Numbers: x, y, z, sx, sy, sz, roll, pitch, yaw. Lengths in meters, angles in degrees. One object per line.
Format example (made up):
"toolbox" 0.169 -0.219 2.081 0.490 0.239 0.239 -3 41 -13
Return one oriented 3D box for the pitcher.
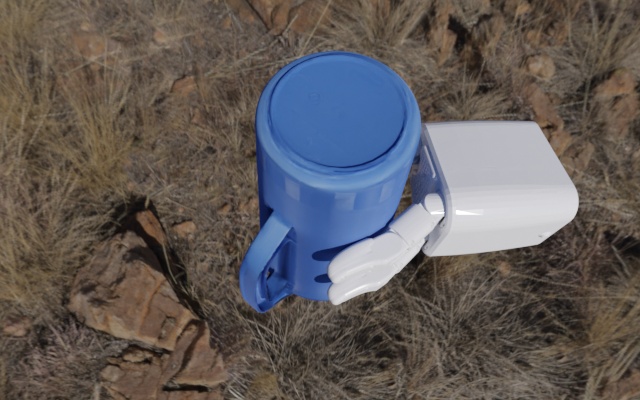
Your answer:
"pitcher" 0.000 0.001 0.405 0.145 0.149 0.243 -2 -25 -4
